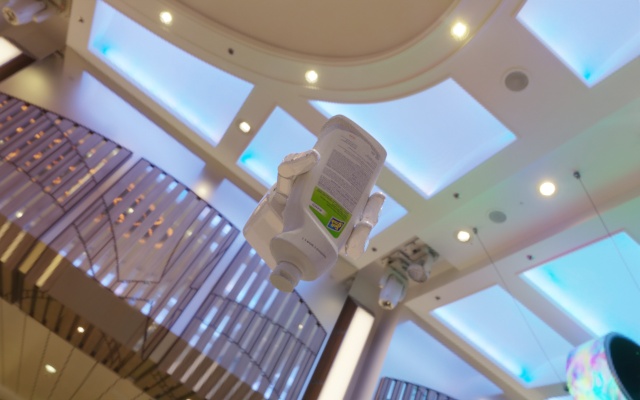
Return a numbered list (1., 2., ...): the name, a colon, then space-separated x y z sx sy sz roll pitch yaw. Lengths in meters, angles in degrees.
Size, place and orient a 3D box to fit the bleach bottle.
1. bleach bottle: 0.000 0.002 0.586 0.102 0.250 0.068 37 -41 -7
